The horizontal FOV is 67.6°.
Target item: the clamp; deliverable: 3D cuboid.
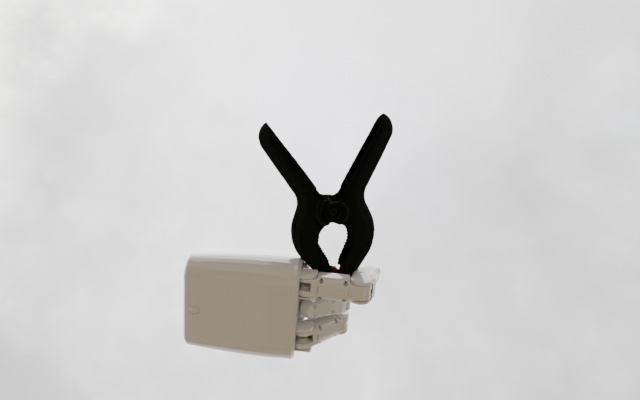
[{"bbox_3d":[0.000,0.001,0.446,0.120,0.171,0.039,4,11,0],"label":"clamp"}]
